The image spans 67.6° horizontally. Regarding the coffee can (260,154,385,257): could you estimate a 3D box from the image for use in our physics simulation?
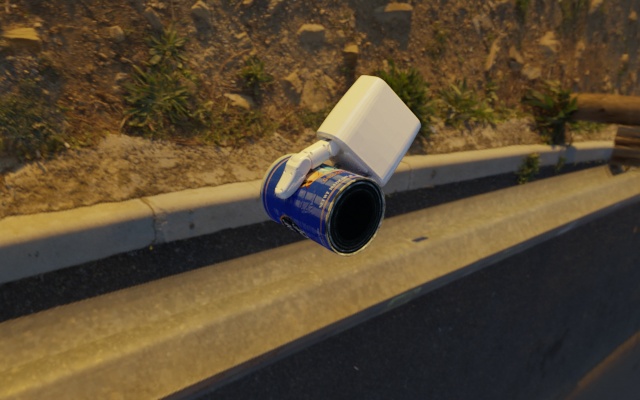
[{"bbox_3d":[0.000,0.002,0.637,0.103,0.103,0.140,0,16,-43],"label":"coffee can"}]
